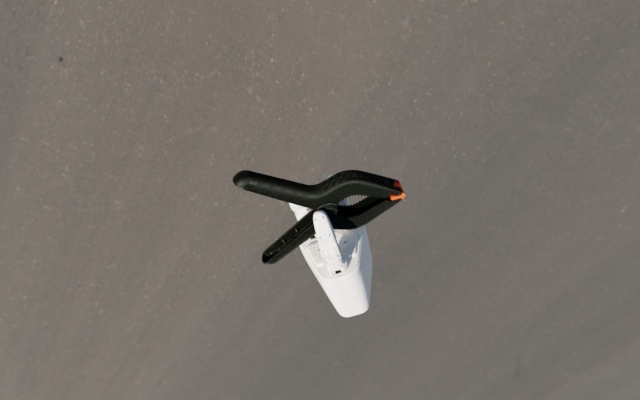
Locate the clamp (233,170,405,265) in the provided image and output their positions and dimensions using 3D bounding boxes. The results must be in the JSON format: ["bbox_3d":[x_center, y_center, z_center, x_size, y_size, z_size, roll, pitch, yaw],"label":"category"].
[{"bbox_3d":[0.001,0.003,0.603,0.210,0.036,0.165,-17,-44,3],"label":"clamp"}]
